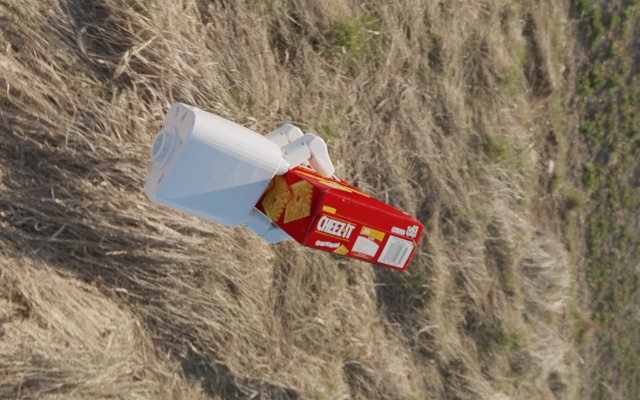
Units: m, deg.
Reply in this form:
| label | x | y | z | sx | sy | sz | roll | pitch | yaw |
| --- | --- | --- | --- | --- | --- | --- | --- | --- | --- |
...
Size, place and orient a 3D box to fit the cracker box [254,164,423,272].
| label | x | y | z | sx | sy | sz | roll | pitch | yaw |
| --- | --- | --- | --- | --- | --- | --- | --- | --- | --- |
| cracker box | 0.000 | 0.002 | 0.607 | 0.164 | 0.072 | 0.213 | 18 | 9 | -36 |
